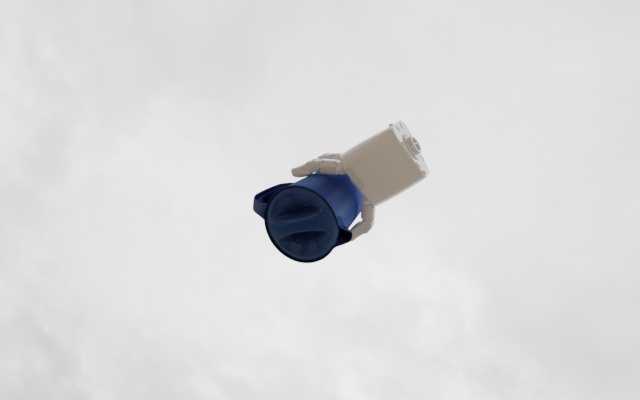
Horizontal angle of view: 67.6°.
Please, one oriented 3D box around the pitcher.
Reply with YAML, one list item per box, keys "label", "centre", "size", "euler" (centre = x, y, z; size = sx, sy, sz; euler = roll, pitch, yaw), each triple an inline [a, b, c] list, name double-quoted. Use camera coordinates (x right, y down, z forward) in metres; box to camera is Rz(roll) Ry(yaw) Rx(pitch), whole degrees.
- label: "pitcher"
  centre: [0.000, 0.003, 0.871]
  size: [0.145, 0.149, 0.242]
  euler: [-32, 3, 28]
